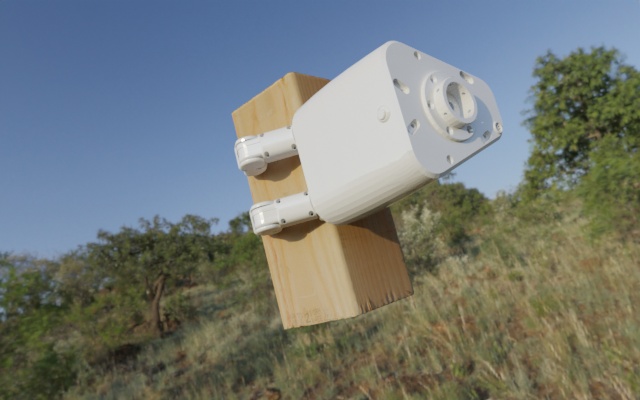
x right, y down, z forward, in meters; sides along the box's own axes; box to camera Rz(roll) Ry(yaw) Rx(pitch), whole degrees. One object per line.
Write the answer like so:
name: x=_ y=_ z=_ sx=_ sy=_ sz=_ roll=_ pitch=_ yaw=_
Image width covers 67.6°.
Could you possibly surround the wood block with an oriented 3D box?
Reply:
wood block: x=0.001 y=0.001 z=0.441 sx=0.090 sy=0.206 sz=0.091 roll=-23 pitch=-12 yaw=41
